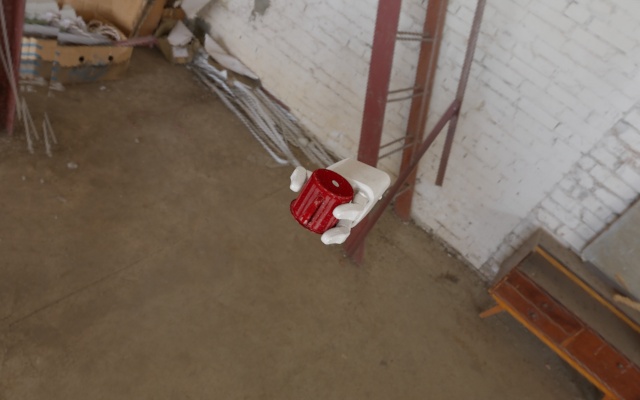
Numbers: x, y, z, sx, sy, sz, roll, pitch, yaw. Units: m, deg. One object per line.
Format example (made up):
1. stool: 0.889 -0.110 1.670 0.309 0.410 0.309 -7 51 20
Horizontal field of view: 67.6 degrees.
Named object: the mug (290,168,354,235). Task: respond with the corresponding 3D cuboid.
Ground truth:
1. mug: 0.000 0.003 0.818 0.093 0.081 0.117 38 31 9
